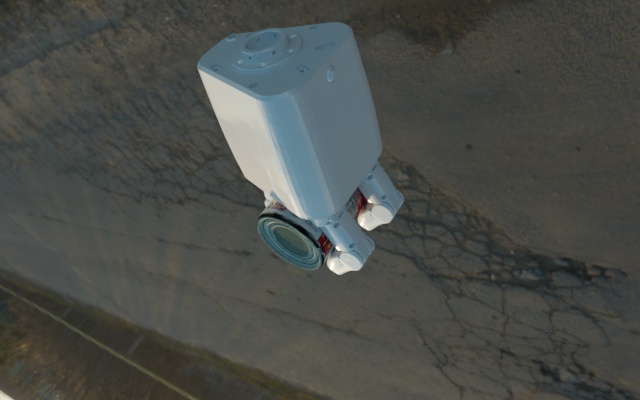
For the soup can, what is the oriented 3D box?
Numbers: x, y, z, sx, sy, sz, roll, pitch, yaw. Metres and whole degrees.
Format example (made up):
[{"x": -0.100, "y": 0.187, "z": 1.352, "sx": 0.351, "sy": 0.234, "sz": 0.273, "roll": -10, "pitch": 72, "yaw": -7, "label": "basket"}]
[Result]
[{"x": 0.000, "y": 0.002, "z": 0.420, "sx": 0.068, "sy": 0.068, "sz": 0.102, "roll": 0, "pitch": 44, "yaw": 46, "label": "soup can"}]
